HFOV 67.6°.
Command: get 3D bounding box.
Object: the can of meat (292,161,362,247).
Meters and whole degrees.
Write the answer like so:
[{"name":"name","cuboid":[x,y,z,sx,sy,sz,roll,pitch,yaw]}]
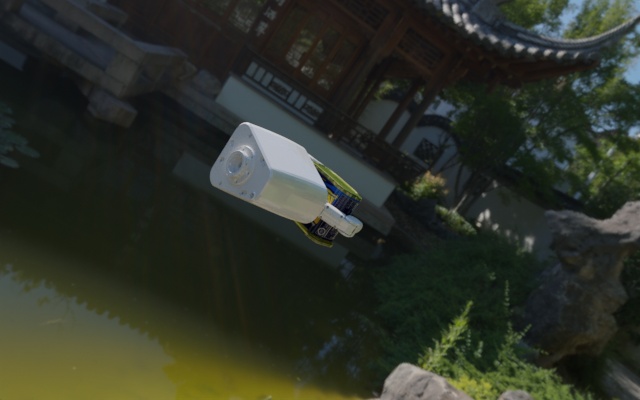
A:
[{"name":"can of meat","cuboid":[0.000,0.002,0.685,0.057,0.084,0.102,23,16,-48]}]
